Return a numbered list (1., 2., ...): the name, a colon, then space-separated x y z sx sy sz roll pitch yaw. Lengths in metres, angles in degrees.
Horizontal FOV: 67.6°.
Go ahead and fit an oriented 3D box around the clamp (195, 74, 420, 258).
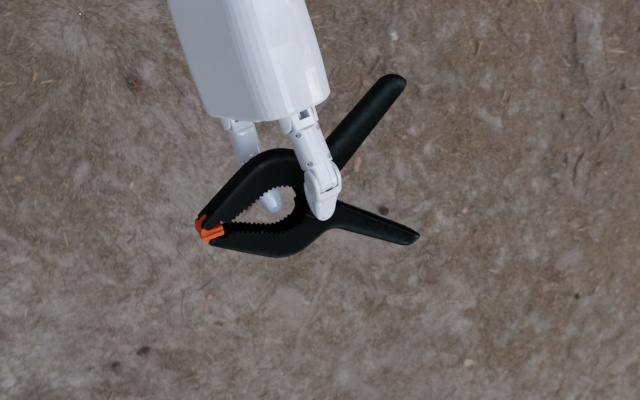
1. clamp: 0.000 0.002 0.415 0.210 0.165 0.036 -25 26 -16
